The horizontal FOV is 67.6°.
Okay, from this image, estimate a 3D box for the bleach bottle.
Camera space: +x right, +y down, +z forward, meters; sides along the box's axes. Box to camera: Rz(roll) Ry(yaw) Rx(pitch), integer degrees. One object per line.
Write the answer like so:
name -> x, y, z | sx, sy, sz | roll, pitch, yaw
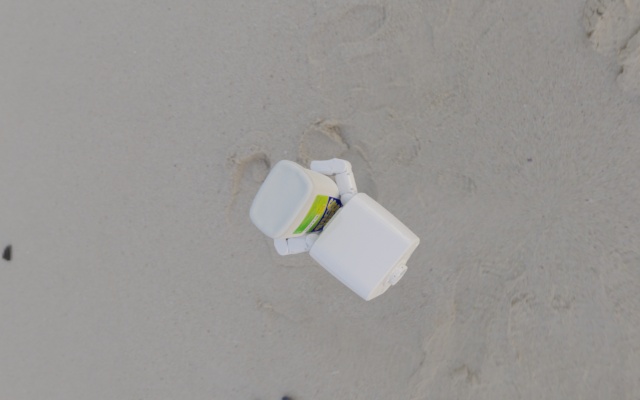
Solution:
bleach bottle -> 0.000, 0.002, 0.711 | 0.068, 0.102, 0.251 | 39, 15, 21
